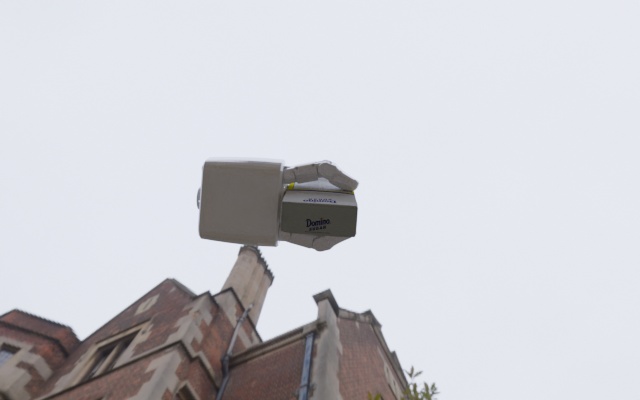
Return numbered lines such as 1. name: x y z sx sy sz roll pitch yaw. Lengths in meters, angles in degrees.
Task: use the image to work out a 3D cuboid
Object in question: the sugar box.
1. sugar box: 0.000 0.003 0.648 0.093 0.048 0.176 4 16 1
